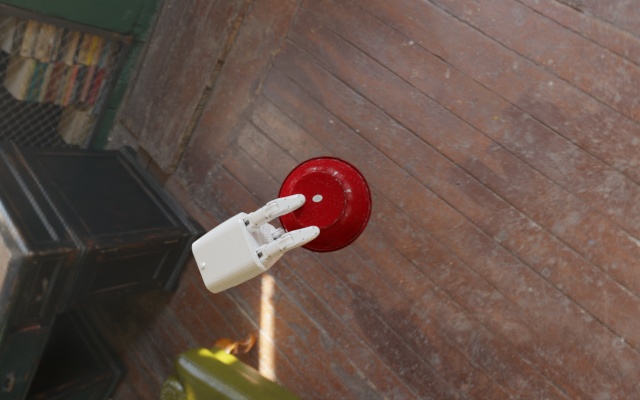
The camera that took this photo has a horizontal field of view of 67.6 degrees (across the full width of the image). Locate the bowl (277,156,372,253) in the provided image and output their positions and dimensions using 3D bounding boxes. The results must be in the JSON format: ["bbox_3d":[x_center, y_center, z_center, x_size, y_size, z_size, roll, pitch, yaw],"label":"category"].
[{"bbox_3d":[0.001,0.002,0.767,0.162,0.162,0.055,0,-7,12],"label":"bowl"}]
